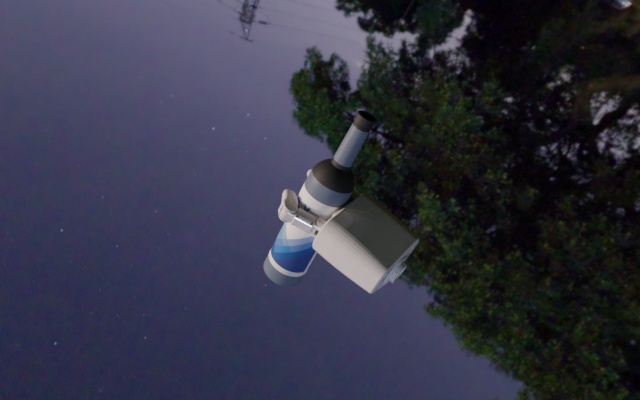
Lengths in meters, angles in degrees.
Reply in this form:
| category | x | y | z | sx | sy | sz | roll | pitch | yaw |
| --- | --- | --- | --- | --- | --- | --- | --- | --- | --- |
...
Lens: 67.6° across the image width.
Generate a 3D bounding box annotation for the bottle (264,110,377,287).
| category | x | y | z | sx | sy | sz | roll | pitch | yaw |
| --- | --- | --- | --- | --- | --- | --- | --- | --- | --- |
| bottle | 0.000 | 0.002 | 0.691 | 0.069 | 0.296 | 0.069 | 21 | 31 | -13 |
